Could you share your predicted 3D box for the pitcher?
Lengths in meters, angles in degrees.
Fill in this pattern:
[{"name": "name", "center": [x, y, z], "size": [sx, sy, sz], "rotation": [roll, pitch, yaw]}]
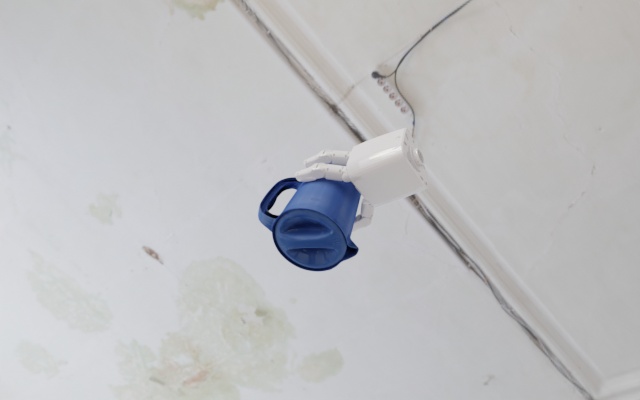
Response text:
[{"name": "pitcher", "center": [0.000, 0.003, 0.892], "size": [0.145, 0.149, 0.242], "rotation": [-21, 24, 28]}]
